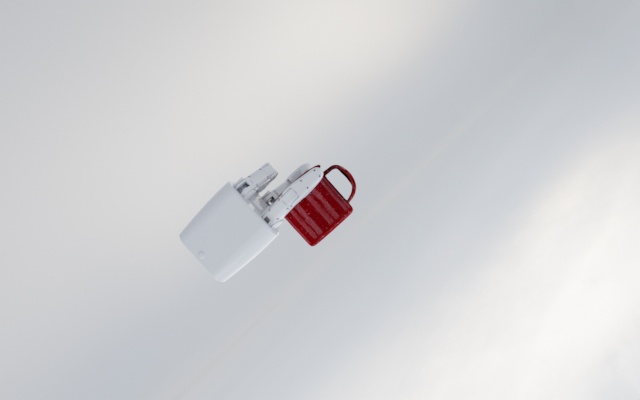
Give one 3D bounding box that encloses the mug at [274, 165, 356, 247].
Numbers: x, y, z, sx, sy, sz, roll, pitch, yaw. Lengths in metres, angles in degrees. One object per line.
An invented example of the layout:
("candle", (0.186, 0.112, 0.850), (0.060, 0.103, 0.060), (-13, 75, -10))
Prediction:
("mug", (0.001, 0.001, 0.670), (0.117, 0.081, 0.093), (-43, -5, 9))
